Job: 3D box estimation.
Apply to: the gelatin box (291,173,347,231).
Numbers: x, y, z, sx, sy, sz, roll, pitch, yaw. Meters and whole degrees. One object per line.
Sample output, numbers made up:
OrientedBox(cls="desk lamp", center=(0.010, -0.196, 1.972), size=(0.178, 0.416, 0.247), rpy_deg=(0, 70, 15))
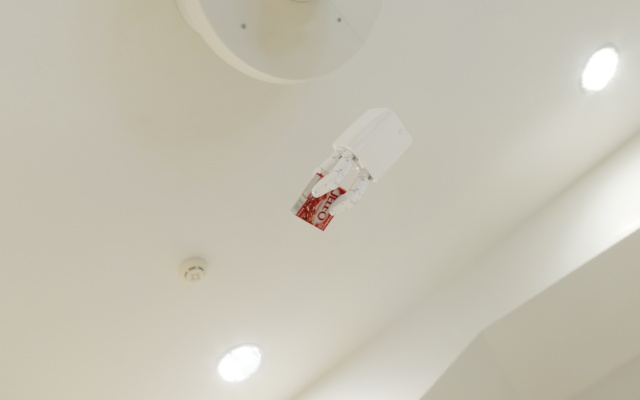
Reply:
OrientedBox(cls="gelatin box", center=(0.000, 0.003, 0.887), size=(0.073, 0.089, 0.030), rpy_deg=(31, 7, -34))
